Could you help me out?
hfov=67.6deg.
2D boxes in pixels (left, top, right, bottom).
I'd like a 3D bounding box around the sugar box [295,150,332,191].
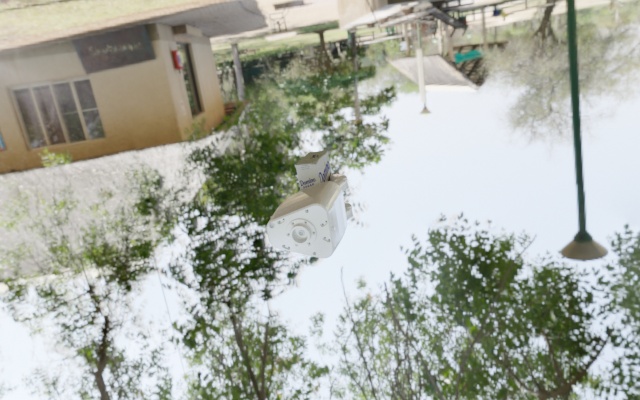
[{"bbox_3d":[0.001,0.003,0.890,0.048,0.176,0.093,-3,19,16],"label":"sugar box"}]
